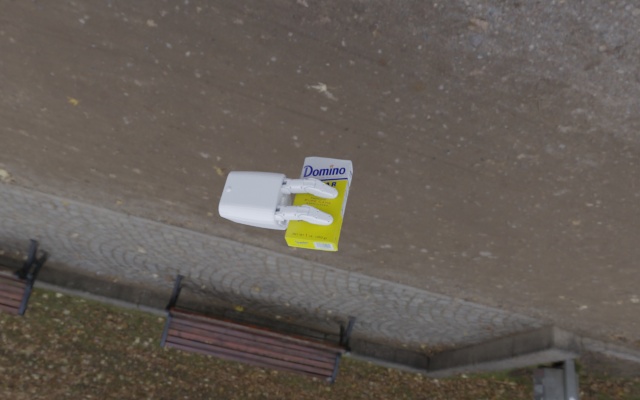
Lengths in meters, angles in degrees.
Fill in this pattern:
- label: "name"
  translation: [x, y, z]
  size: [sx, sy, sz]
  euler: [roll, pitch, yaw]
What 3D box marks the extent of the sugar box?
- label: "sugar box"
  translation: [0.000, 0.003, 0.887]
  size: [0.093, 0.176, 0.048]
  euler: [6, -26, 11]
